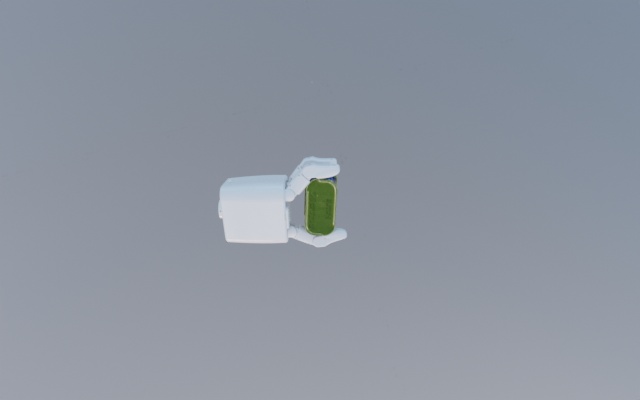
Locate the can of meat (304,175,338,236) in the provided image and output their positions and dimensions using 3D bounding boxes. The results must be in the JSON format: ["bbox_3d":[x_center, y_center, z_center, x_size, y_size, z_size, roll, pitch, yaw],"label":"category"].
[{"bbox_3d":[0.000,0.003,0.817,0.057,0.102,0.084,2,14,-1],"label":"can of meat"}]
